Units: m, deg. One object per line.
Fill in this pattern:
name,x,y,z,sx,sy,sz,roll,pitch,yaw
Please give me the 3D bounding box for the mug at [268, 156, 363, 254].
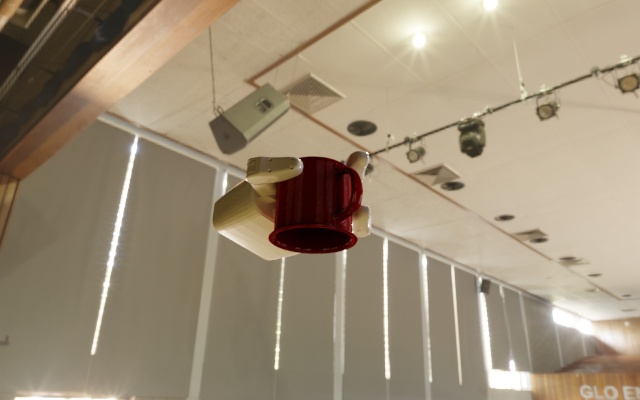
mug,0.001,0.001,0.502,0.093,0.081,0.117,17,-28,-33
